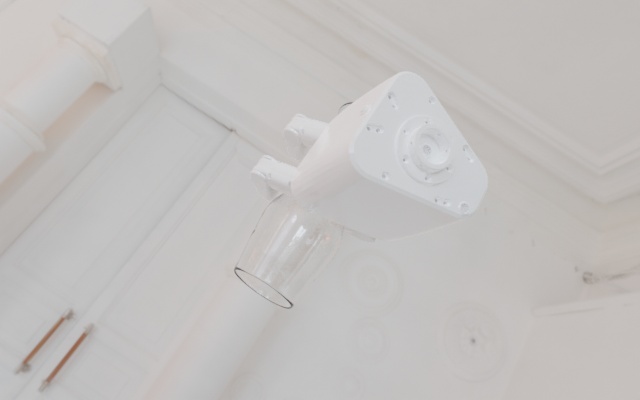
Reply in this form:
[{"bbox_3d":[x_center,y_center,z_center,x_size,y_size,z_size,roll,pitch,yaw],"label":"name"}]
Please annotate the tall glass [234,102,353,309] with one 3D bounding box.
[{"bbox_3d":[0.000,0.001,0.457,0.079,0.201,0.079,28,-23,13],"label":"tall glass"}]
